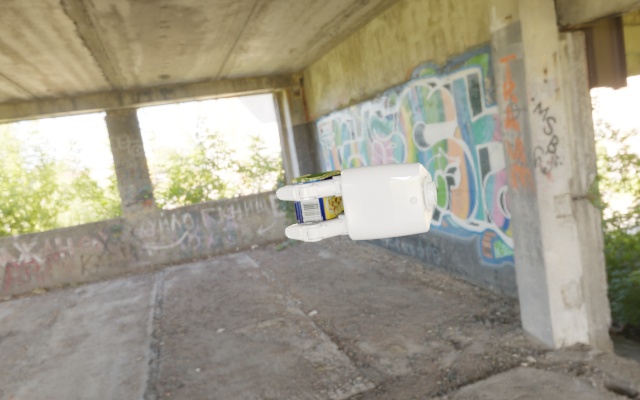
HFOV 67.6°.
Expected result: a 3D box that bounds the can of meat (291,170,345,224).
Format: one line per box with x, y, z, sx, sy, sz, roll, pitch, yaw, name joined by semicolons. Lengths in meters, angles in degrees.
0.000;0.002;0.707;0.057;0.084;0.102;-5;7;24;can of meat
